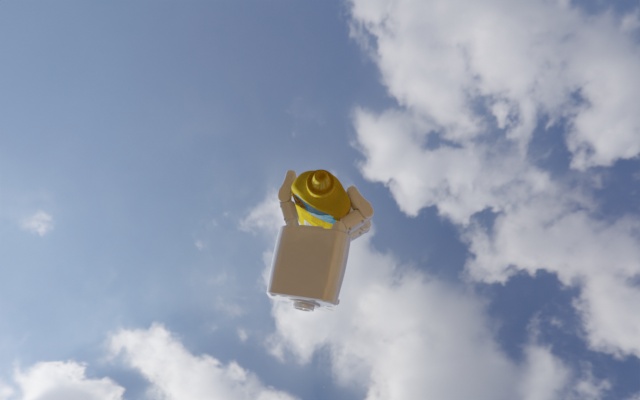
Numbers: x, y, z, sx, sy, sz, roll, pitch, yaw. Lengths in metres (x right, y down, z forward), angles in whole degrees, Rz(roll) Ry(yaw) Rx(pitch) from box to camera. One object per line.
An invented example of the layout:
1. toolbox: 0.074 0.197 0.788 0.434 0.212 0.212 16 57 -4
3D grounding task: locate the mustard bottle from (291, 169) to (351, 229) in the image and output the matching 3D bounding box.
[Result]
1. mustard bottle: 0.000 0.002 0.740 0.096 0.058 0.192 34 -18 13
